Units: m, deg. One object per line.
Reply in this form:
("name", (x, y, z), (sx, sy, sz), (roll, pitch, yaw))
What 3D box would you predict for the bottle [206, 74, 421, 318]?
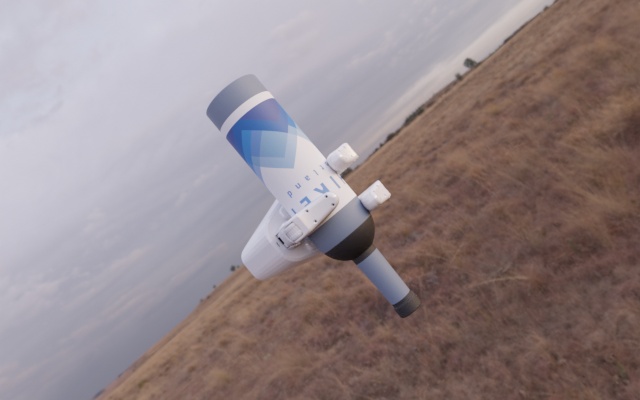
("bottle", (0.000, 0.001, 0.501), (0.069, 0.295, 0.069), (-40, -1, -1))
